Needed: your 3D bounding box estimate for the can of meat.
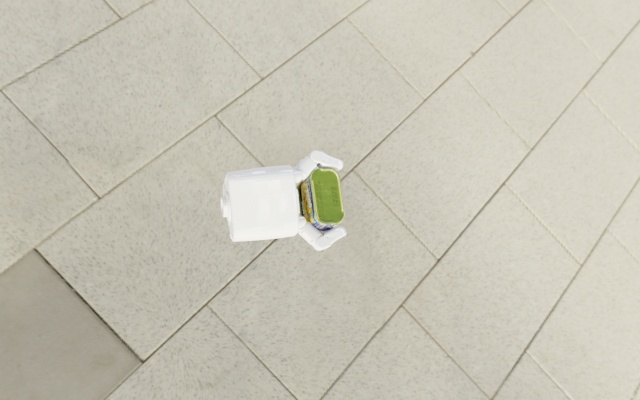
[{"bbox_3d":[0.000,0.003,0.813,0.057,0.102,0.084,-4,-14,-18],"label":"can of meat"}]
